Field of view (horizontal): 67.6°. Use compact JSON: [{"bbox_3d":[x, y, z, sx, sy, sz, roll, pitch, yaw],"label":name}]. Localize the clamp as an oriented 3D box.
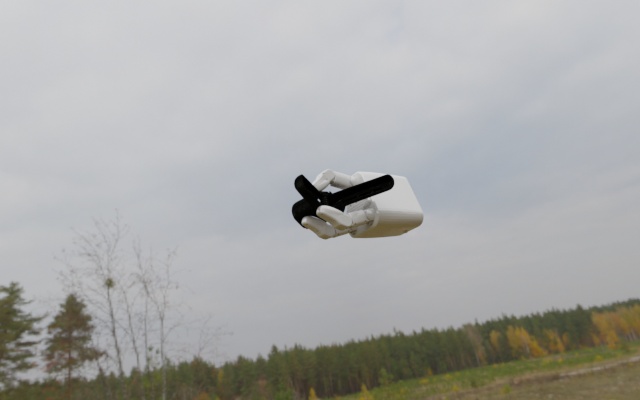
[{"bbox_3d":[0.000,0.002,0.794,0.164,0.036,0.210,3,-22,-29],"label":"clamp"}]
